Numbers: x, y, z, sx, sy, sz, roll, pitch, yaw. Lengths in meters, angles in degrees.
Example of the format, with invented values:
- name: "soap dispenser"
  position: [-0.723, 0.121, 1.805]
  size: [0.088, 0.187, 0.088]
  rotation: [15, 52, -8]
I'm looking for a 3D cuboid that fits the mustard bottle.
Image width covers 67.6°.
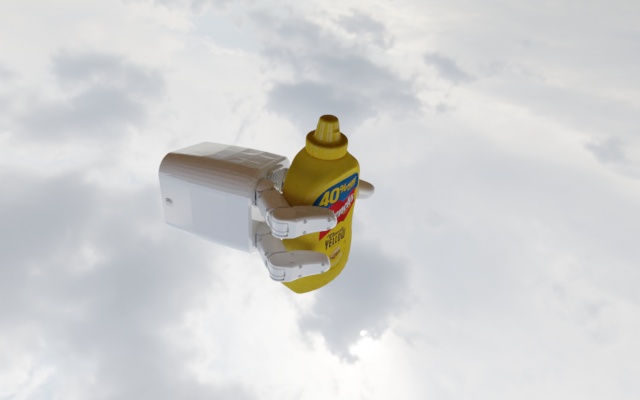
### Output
- name: "mustard bottle"
  position: [0.000, 0.002, 0.494]
  size: [0.058, 0.192, 0.096]
  rotation: [30, 42, 31]
